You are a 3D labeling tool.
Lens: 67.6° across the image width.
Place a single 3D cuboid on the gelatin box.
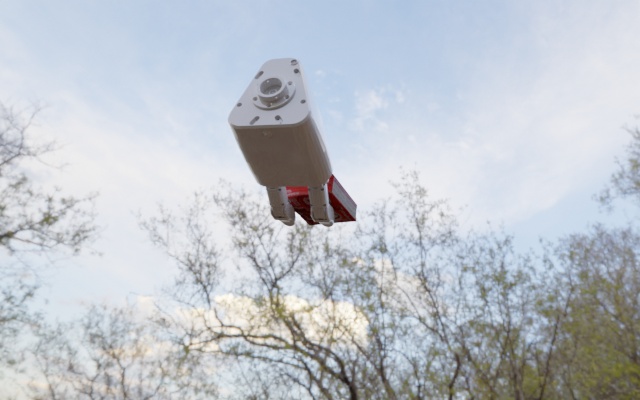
[{"bbox_3d":[0.000,0.002,0.647,0.073,0.030,0.089,-7,-30,25],"label":"gelatin box"}]
